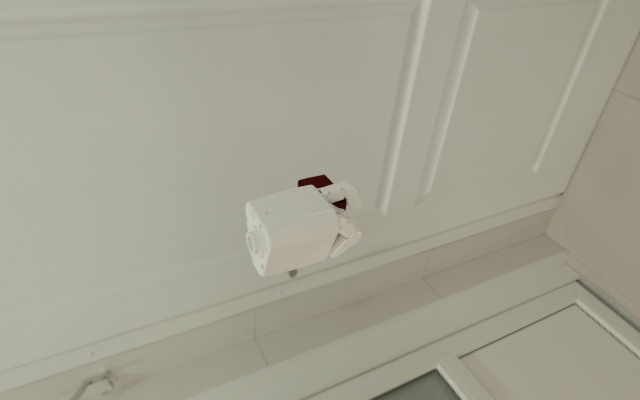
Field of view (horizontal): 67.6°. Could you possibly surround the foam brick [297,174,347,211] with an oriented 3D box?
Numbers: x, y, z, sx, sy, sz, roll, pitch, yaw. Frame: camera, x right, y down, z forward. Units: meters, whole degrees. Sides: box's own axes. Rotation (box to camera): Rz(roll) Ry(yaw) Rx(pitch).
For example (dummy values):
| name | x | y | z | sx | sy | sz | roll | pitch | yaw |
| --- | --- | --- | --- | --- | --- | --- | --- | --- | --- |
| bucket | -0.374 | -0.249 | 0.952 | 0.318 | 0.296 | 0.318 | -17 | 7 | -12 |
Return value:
| name | x | y | z | sx | sy | sz | roll | pitch | yaw |
| --- | --- | --- | --- | --- | --- | --- | --- | --- | --- |
| foam brick | 0.000 | 0.002 | 0.770 | 0.051 | 0.053 | 0.078 | -14 | 41 | -25 |
